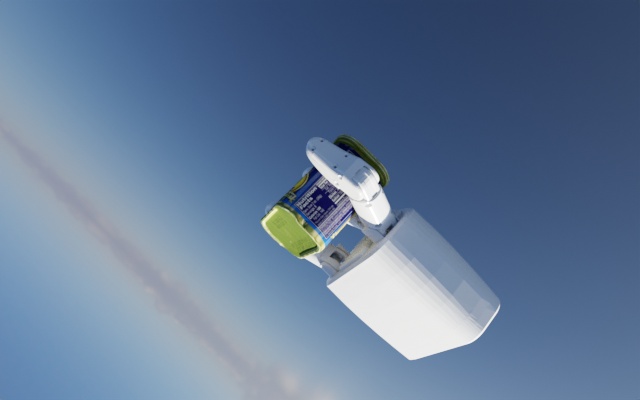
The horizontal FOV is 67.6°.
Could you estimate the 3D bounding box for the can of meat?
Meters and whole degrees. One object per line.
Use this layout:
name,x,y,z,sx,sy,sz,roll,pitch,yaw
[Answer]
can of meat,0.000,0.002,0.413,0.084,0.057,0.102,-46,3,-20
